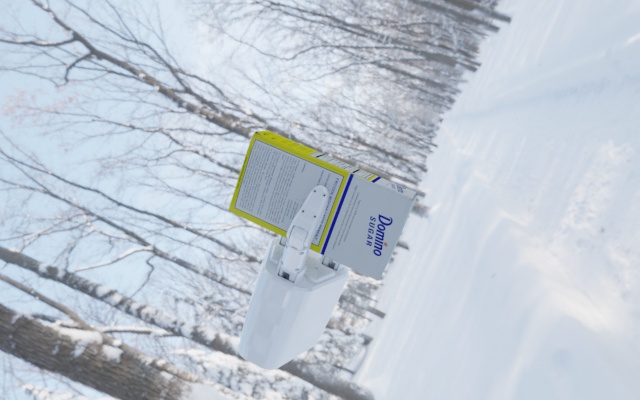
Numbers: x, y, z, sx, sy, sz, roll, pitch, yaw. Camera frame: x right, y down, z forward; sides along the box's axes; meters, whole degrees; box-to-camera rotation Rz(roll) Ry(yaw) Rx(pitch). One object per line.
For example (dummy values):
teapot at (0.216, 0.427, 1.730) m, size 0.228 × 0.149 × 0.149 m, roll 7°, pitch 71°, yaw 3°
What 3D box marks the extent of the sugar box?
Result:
sugar box at (0.000, 0.002, 0.494) m, size 0.176 × 0.093 × 0.048 m, roll 24°, pitch 18°, yaw 10°
